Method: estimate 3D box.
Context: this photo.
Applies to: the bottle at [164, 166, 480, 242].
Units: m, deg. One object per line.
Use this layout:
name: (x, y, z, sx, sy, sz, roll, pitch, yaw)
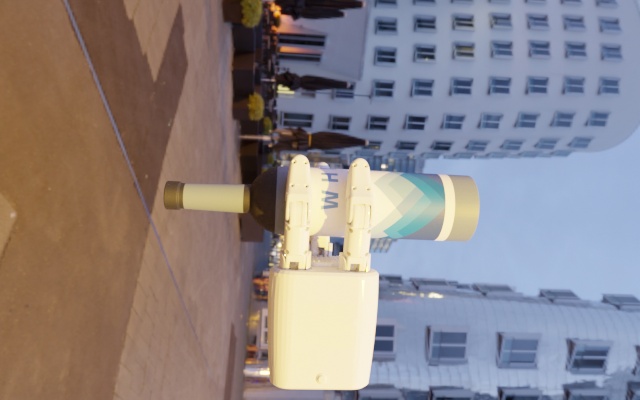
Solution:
bottle: (0.000, 0.001, 0.467, 0.296, 0.069, 0.069, 3, 0, -5)
